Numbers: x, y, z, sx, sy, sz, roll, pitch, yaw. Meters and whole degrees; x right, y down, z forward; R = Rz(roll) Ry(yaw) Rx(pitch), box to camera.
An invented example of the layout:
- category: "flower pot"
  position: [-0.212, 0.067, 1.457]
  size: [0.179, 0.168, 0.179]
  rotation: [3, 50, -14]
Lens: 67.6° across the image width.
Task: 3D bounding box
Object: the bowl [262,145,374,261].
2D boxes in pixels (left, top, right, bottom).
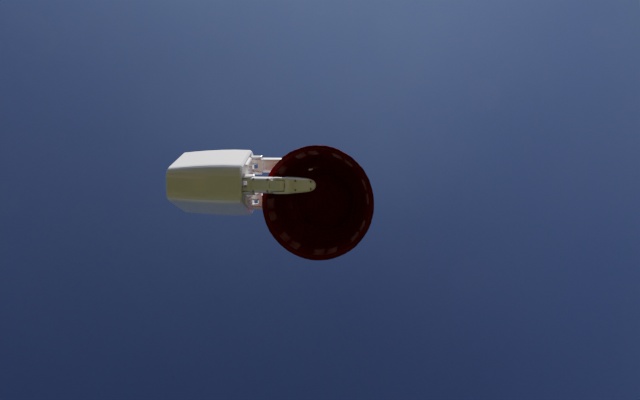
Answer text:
- category: "bowl"
  position: [0.001, 0.003, 0.690]
  size: [0.162, 0.162, 0.055]
  rotation: [0, 4, 14]
